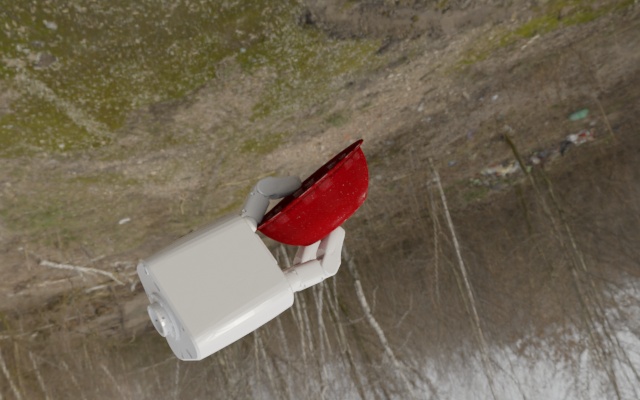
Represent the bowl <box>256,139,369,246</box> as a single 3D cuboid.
[{"bbox_3d":[0.001,0.001,0.539,0.162,0.055,0.162,-40,6,5],"label":"bowl"}]
